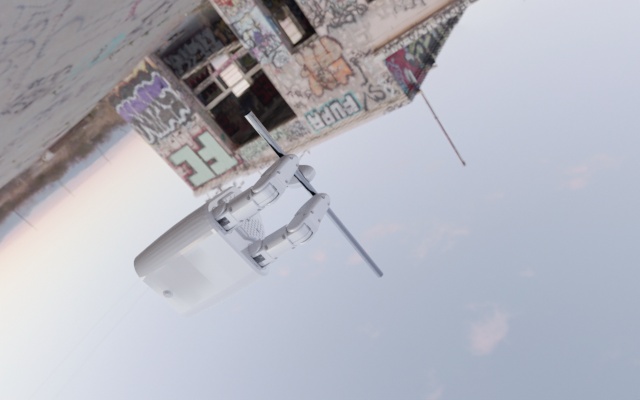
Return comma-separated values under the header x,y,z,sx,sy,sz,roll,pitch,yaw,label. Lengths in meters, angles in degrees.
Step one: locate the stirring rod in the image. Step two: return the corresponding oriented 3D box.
x,y,z,sx,sy,sz,roll,pitch,yaw,label
0.000,0.002,0.507,0.011,0.240,0.011,-32,25,17,stirring rod
